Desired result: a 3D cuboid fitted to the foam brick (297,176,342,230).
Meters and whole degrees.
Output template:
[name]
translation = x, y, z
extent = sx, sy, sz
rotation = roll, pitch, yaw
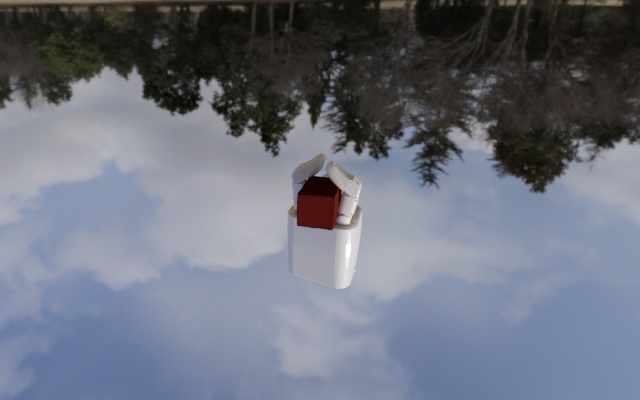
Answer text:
[foam brick]
translation = 0.000, 0.002, 0.681
extent = 0.053, 0.051, 0.078
rotation = 7, 22, 10
